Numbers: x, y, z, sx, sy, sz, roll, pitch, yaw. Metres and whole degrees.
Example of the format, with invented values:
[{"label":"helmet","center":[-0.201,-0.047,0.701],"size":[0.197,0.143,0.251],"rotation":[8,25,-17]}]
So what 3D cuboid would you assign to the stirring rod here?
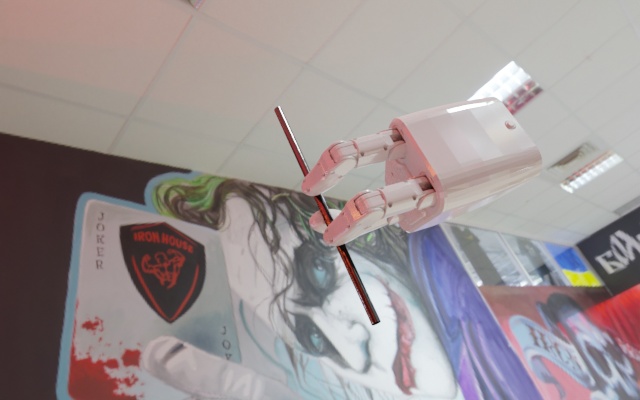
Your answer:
[{"label":"stirring rod","center":[0.000,0.002,0.435],"size":[0.011,0.239,0.011],"rotation":[-19,-29,-11]}]
